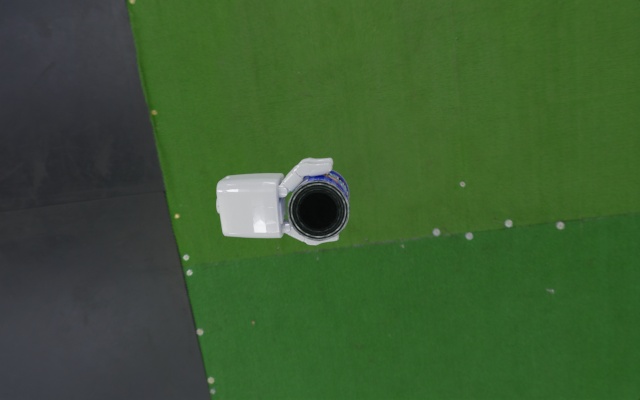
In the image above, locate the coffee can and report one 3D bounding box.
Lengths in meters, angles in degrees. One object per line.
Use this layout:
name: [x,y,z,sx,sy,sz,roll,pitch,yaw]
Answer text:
coffee can: [0.000,0.003,0.844,0.103,0.103,0.140,0,12,3]
